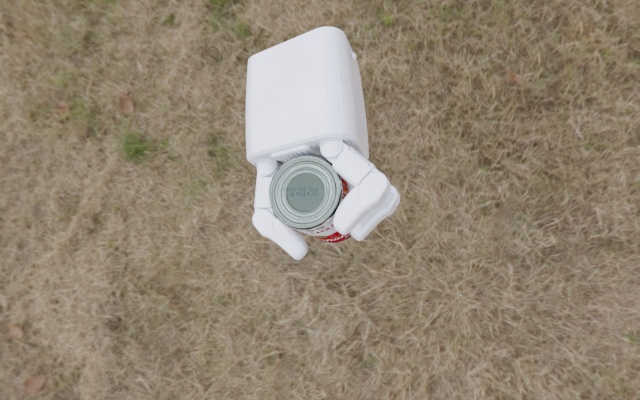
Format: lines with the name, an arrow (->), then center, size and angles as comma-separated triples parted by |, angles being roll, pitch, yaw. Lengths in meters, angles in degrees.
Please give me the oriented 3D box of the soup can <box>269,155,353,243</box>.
soup can -> 0.000, 0.002, 0.455 | 0.068, 0.068, 0.102 | 0, -11, 16
